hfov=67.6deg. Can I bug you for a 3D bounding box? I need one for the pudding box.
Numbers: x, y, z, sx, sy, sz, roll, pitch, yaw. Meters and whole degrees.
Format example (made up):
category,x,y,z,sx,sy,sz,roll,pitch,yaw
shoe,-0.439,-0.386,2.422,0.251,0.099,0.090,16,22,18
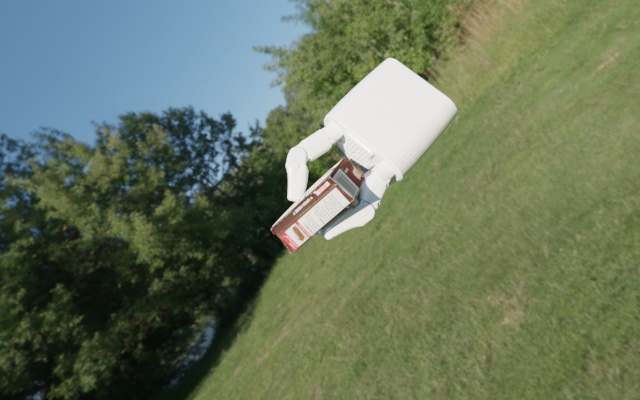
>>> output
category,x,y,z,sx,sy,sz,roll,pitch,yaw
pudding box,0.000,0.002,0.529,0.090,0.039,0.113,-42,2,18
